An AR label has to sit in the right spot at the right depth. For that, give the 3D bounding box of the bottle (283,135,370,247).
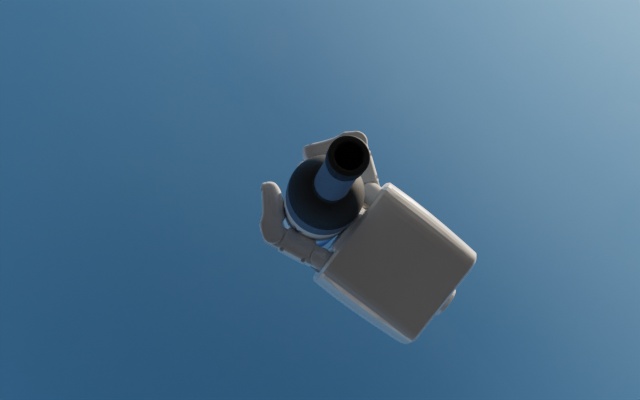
[{"bbox_3d":[0.000,0.001,0.441,0.069,0.069,0.296,0,-12,-7],"label":"bottle"}]
